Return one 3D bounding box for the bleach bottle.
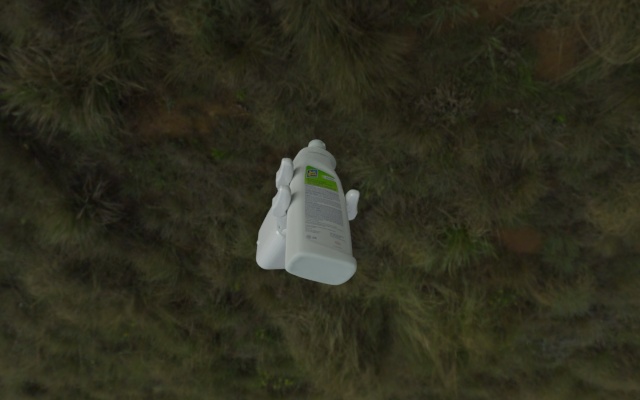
[{"bbox_3d":[0.000,0.002,0.750,0.102,0.250,0.068,17,-43,-19],"label":"bleach bottle"}]
